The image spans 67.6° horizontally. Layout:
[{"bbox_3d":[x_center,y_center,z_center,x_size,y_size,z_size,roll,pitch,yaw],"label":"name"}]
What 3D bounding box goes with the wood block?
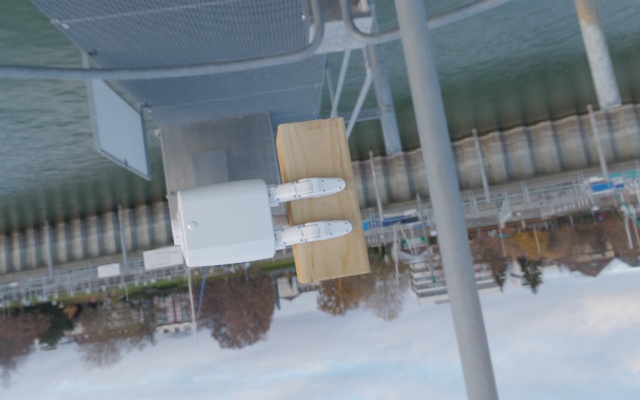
[{"bbox_3d":[0.000,0.002,0.653,0.090,0.206,0.091,-8,-7,-8],"label":"wood block"}]
